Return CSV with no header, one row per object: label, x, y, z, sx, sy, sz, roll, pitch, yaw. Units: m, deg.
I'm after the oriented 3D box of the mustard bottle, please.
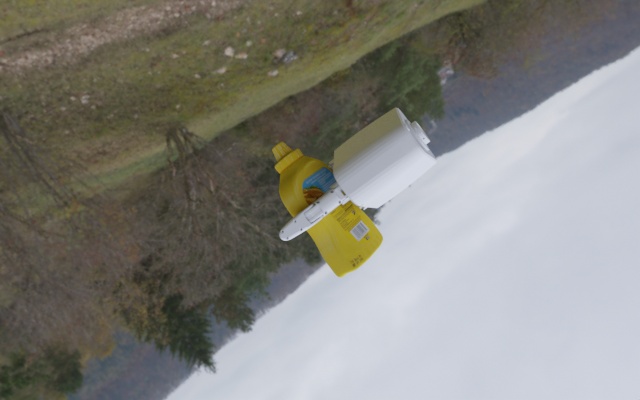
mustard bottle,0.000,0.002,0.638,0.058,0.191,0.096,-36,2,42
